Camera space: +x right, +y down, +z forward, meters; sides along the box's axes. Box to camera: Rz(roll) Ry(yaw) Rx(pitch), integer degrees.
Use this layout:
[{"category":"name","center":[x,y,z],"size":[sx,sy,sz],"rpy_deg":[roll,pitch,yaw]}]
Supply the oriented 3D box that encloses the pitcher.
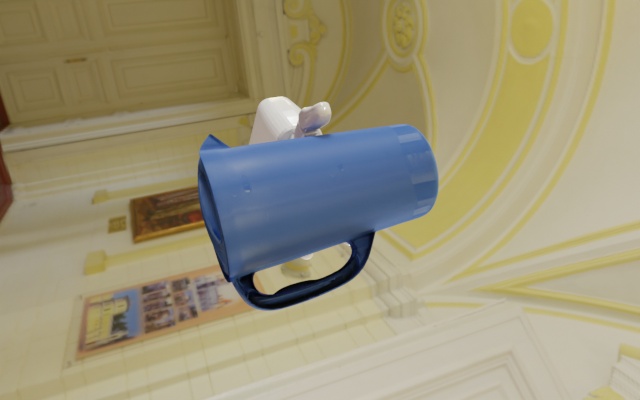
[{"category":"pitcher","center":[0.000,0.002,0.506],"size":[0.243,0.149,0.145],"rpy_deg":[-13,34,-18]}]
